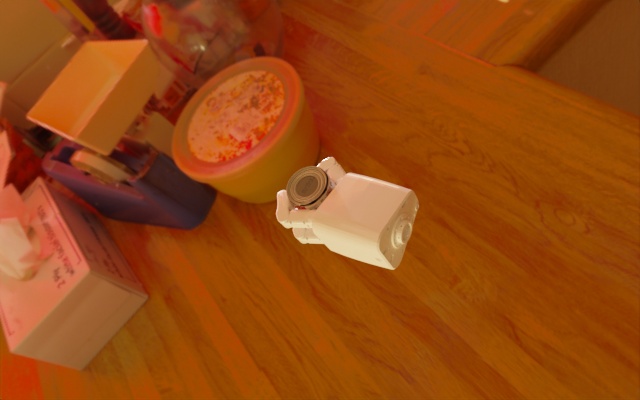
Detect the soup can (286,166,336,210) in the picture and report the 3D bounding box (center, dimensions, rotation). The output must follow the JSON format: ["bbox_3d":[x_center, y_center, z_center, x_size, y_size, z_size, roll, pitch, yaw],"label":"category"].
[{"bbox_3d":[0.000,0.002,0.721,0.068,0.068,0.102,0,-29,27],"label":"soup can"}]
